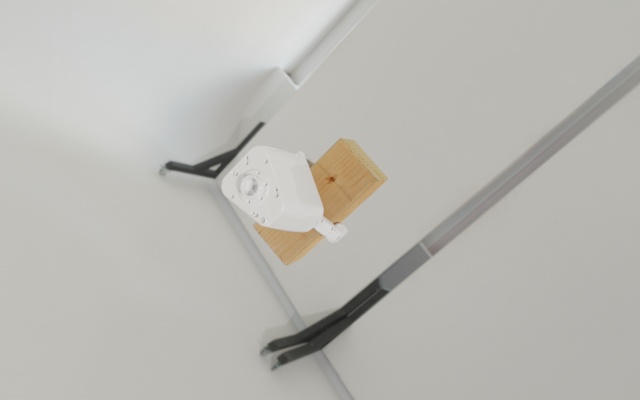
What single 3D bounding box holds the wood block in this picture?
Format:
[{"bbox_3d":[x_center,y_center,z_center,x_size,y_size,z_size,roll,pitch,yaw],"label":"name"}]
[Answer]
[{"bbox_3d":[0.000,0.003,0.788,0.206,0.091,0.090,-44,-10,17],"label":"wood block"}]
